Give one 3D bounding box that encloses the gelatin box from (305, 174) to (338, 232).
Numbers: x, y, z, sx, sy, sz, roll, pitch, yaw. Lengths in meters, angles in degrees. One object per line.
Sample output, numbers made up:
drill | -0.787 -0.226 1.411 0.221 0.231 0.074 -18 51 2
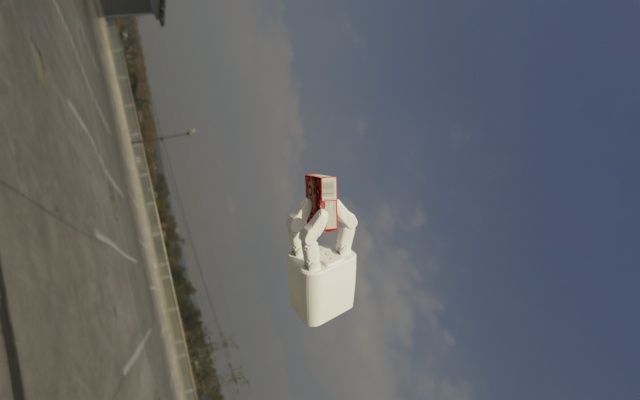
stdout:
gelatin box | 0.001 0.002 0.791 0.030 0.089 0.073 -5 8 -22
